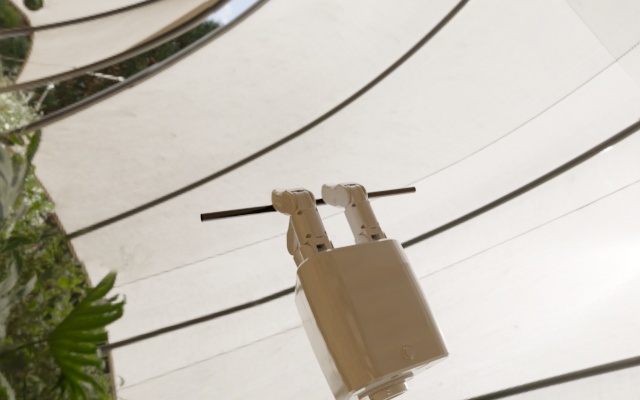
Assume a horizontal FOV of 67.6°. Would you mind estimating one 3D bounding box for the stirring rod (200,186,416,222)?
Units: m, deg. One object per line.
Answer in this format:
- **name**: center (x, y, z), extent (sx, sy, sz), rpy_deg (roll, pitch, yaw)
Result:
- **stirring rod**: center (0.000, 0.002, 0.477), extent (0.239, 0.011, 0.011), rpy_deg (-7, 4, -29)
